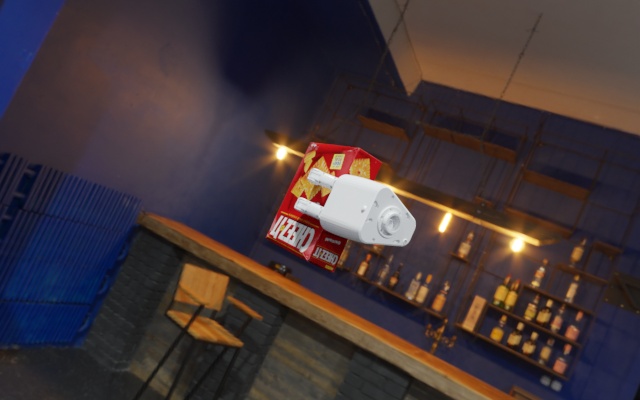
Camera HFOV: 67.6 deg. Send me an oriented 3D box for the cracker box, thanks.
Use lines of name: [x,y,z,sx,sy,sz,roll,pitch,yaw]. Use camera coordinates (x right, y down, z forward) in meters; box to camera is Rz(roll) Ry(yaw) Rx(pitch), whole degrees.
cracker box: [0.000,0.003,0.882,0.072,0.213,0.164,28,-6,-34]
